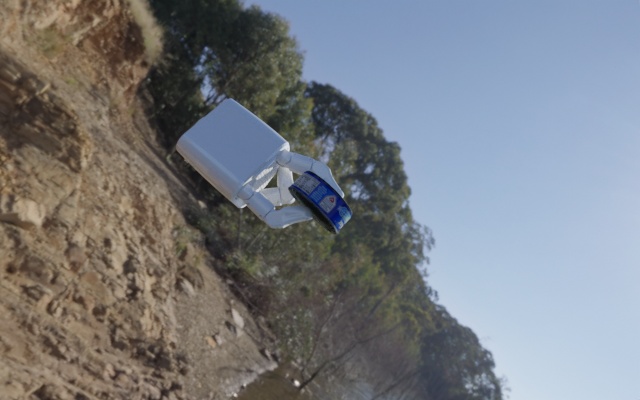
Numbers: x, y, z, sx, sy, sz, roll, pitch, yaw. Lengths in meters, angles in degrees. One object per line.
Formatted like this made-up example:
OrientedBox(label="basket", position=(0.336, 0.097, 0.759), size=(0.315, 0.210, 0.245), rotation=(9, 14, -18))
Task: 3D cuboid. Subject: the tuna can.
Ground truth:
OrientedBox(label="tuna can", position=(0.001, 0.002, 0.615), size=(0.086, 0.033, 0.086), rotation=(43, -10, 9))
